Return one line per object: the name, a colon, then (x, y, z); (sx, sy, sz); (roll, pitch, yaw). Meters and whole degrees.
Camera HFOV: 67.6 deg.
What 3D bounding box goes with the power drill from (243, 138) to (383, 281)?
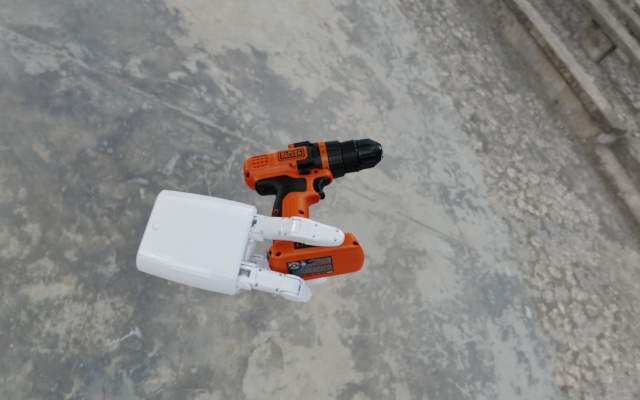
power drill: (0.000, 0.002, 0.583); (0.184, 0.187, 0.057); (-11, -42, 1)
